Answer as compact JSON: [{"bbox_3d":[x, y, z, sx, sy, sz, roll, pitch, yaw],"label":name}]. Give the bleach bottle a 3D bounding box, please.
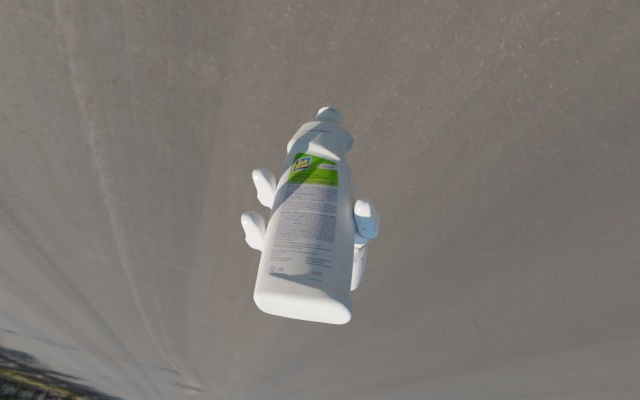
[{"bbox_3d":[0.000,0.002,0.531,0.102,0.250,0.068,7,-29,7],"label":"bleach bottle"}]
